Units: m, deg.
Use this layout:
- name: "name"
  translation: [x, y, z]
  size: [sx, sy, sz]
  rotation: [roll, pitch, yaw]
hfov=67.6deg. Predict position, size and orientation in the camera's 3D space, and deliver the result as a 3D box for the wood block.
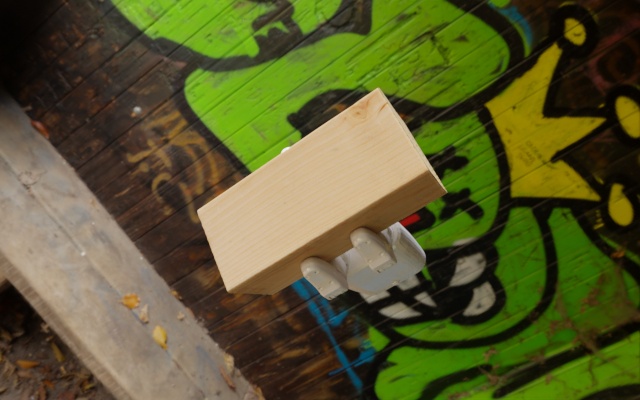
- name: "wood block"
  translation: [0.000, 0.001, 0.453]
  size: [0.206, 0.090, 0.090]
  rotation: [-32, -22, 15]
